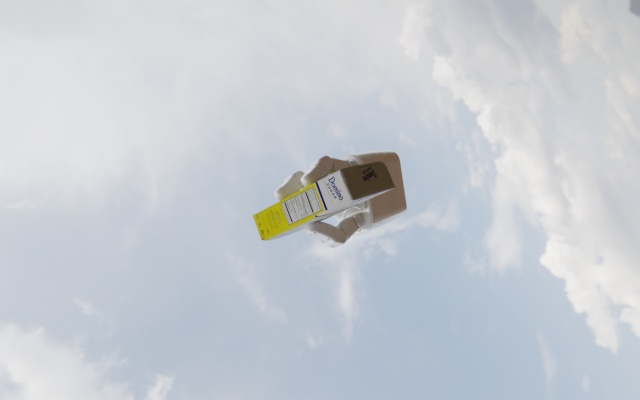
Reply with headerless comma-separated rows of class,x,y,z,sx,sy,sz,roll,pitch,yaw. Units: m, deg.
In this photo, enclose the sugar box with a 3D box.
sugar box,0.000,0.002,0.626,0.176,0.048,0.093,-29,-9,41
